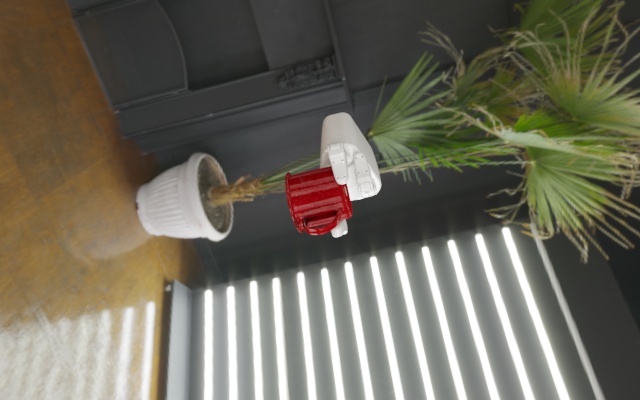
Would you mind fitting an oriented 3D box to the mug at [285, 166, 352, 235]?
[{"bbox_3d":[0.000,0.003,0.700,0.081,0.093,0.117,-13,41,8],"label":"mug"}]
